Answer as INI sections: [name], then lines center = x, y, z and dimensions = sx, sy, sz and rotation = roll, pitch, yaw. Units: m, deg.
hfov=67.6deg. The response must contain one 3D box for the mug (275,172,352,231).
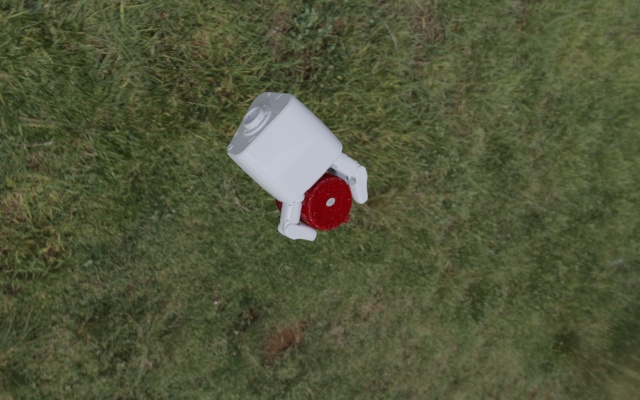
[mug]
center = 0.001, 0.003, 0.714
dimensions = 0.117, 0.093, 0.081
rotation = 40, -10, -36
